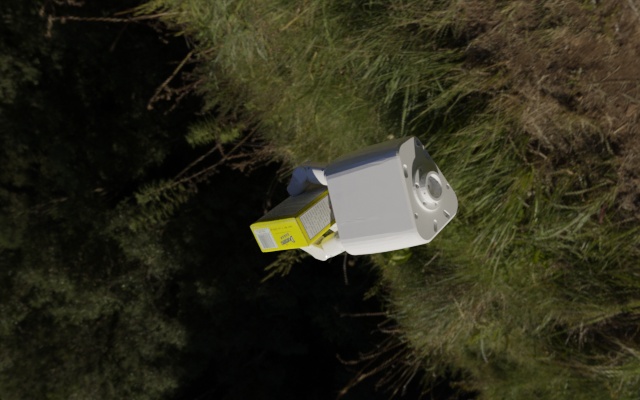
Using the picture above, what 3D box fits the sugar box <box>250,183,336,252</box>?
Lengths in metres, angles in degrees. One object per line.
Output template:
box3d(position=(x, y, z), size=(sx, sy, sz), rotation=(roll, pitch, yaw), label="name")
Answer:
box3d(position=(0.000, 0.003, 0.627), size=(0.093, 0.048, 0.176), rotation=(-11, 18, 46), label="sugar box")
